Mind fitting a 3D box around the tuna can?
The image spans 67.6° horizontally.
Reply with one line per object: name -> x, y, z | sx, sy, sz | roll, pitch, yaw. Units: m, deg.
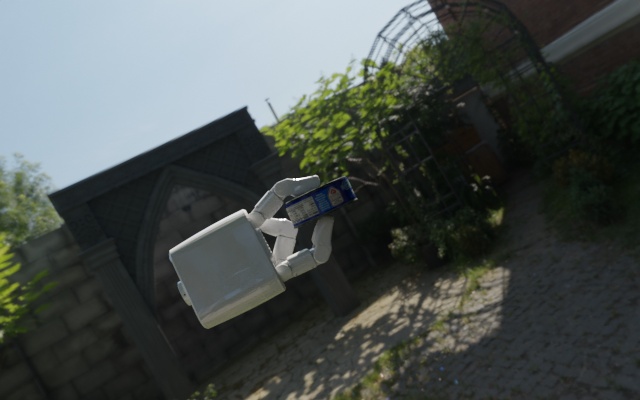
tuna can -> 0.000, 0.001, 0.585 | 0.086, 0.034, 0.086 | -25, 0, 0
